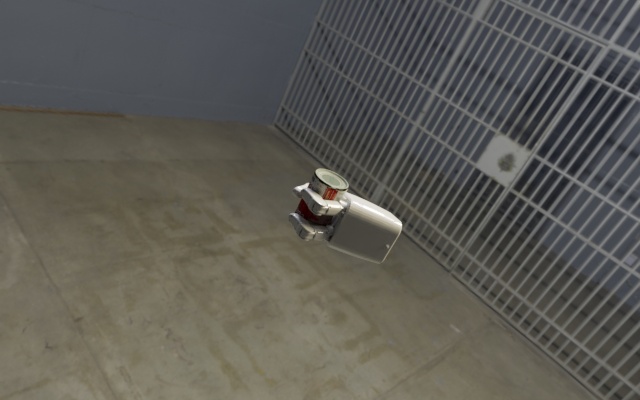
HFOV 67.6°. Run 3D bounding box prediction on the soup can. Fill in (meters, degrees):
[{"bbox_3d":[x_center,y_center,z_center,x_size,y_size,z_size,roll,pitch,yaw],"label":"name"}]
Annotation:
[{"bbox_3d":[0.000,0.002,0.859,0.068,0.102,0.068,22,25,-11],"label":"soup can"}]
